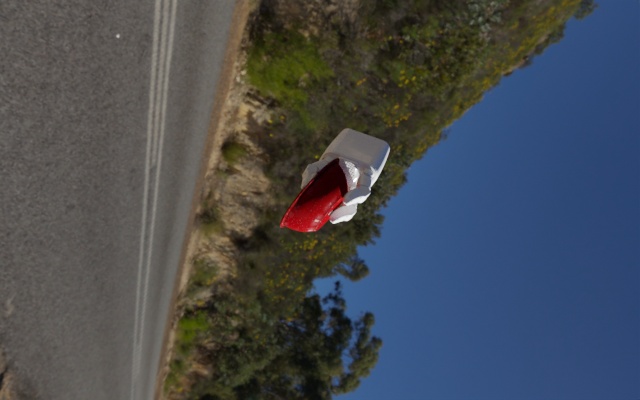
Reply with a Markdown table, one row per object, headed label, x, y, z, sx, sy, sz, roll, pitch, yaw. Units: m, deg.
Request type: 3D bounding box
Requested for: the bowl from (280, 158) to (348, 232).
| label | x | y | z | sx | sy | sz | roll | pitch | yaw |
| --- | --- | --- | --- | --- | --- | --- | --- | --- | --- |
| bowl | 0.000 | 0.004 | 0.854 | 0.055 | 0.162 | 0.162 | 41 | 6 | 7 |
